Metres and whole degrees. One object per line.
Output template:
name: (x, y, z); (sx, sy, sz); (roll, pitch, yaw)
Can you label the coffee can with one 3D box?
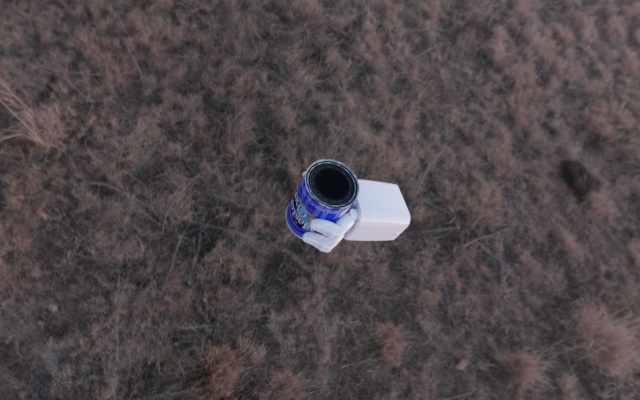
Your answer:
coffee can: (0.000, 0.003, 0.896); (0.103, 0.102, 0.140); (0, -29, -20)
